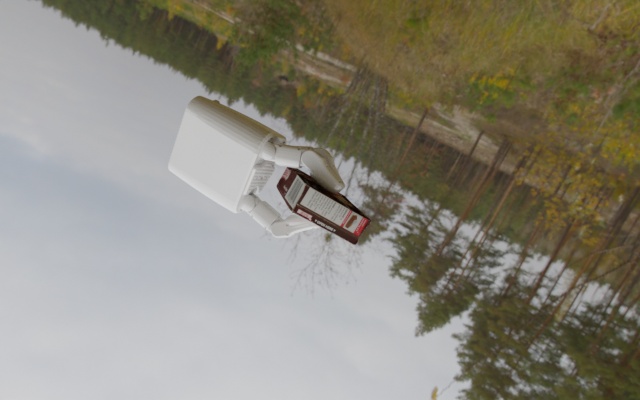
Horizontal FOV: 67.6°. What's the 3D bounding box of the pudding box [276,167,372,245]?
[{"bbox_3d":[0.000,0.002,0.571,0.090,0.039,0.113,28,9,-20],"label":"pudding box"}]
